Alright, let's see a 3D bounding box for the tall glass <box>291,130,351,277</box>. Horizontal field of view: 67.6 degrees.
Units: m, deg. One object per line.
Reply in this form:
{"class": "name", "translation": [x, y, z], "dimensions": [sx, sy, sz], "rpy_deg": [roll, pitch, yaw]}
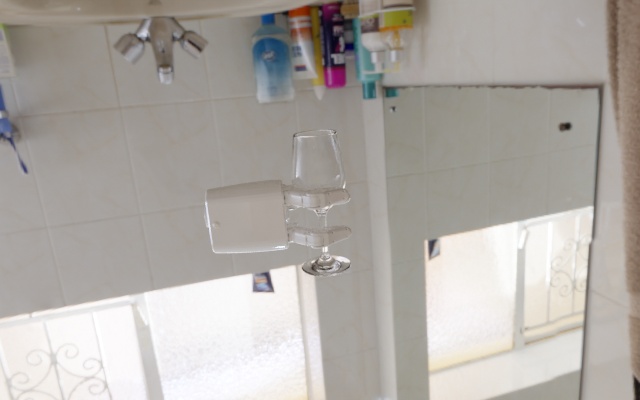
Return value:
{"class": "tall glass", "translation": [0.000, 0.003, 0.687], "dimensions": [0.079, 0.201, 0.079], "rpy_deg": [-4, 15, 1]}
